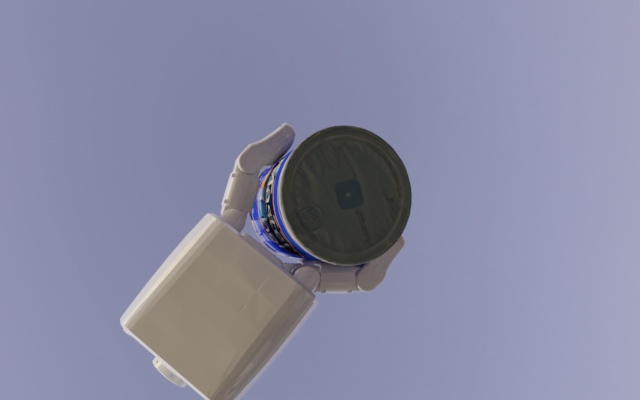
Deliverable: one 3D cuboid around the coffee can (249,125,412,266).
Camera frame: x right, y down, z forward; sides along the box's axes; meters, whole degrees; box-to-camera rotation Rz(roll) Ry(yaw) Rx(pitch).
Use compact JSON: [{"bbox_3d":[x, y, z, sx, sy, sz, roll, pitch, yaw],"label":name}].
[{"bbox_3d":[0.000,0.001,0.412,0.103,0.103,0.140,0,-5,-17],"label":"coffee can"}]
